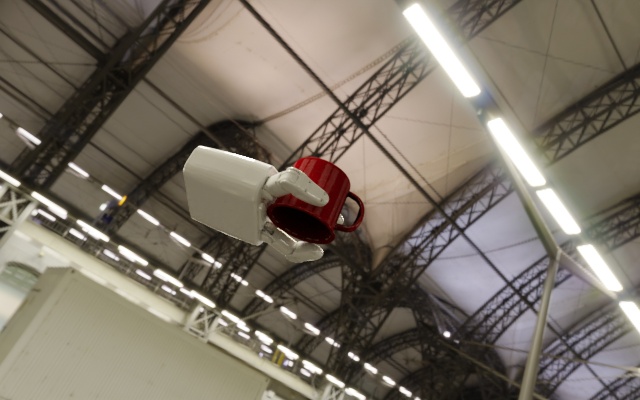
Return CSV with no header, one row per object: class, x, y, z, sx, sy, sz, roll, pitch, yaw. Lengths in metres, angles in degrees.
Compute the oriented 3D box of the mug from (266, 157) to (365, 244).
mug,0.002,0.002,0.613,0.117,0.081,0.093,18,-27,12
